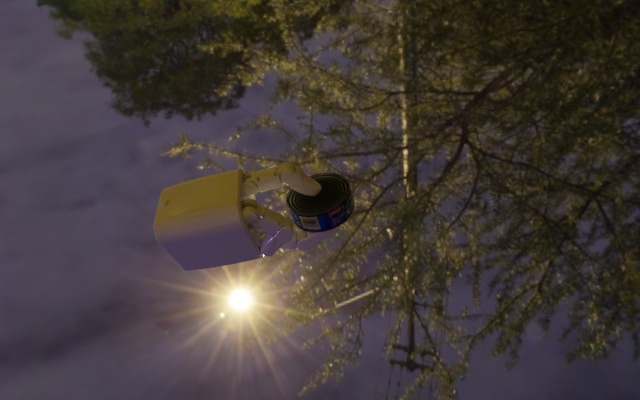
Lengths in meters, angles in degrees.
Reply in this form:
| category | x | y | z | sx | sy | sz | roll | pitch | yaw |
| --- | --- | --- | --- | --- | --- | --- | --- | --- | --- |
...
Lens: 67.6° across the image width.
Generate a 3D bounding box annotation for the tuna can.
| category | x | y | z | sx | sy | sz | roll | pitch | yaw |
| --- | --- | --- | --- | --- | --- | --- | --- | --- | --- |
| tuna can | 0.000 | 0.002 | 0.628 | 0.086 | 0.034 | 0.086 | -11 | 37 | 9 |
